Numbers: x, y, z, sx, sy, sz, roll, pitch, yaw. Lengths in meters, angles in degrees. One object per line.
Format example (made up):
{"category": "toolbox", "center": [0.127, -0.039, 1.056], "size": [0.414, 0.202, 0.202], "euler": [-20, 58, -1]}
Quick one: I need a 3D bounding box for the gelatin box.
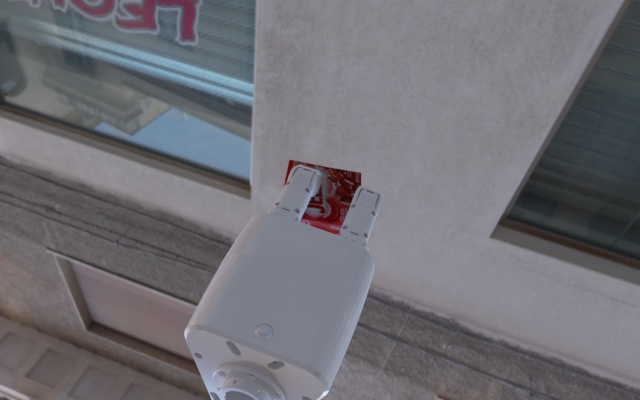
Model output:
{"category": "gelatin box", "center": [0.000, 0.002, 0.442], "size": [0.073, 0.030, 0.089], "euler": [10, 36, -3]}
